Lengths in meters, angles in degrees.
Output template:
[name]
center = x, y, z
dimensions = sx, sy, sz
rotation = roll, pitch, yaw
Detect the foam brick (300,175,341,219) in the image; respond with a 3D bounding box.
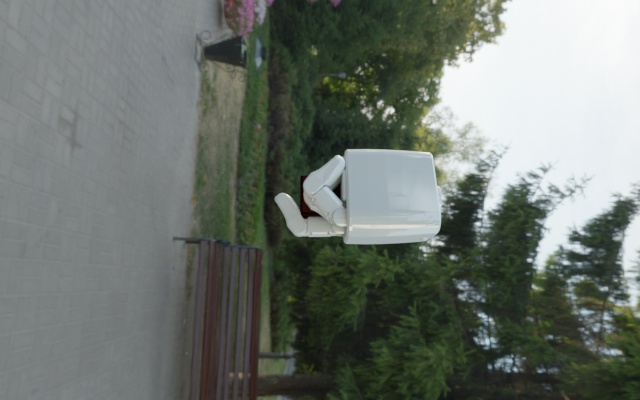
[foam brick]
center = 0.000, 0.002, 0.631
dimensions = 0.051, 0.053, 0.078
rotation = 0, -13, 0
